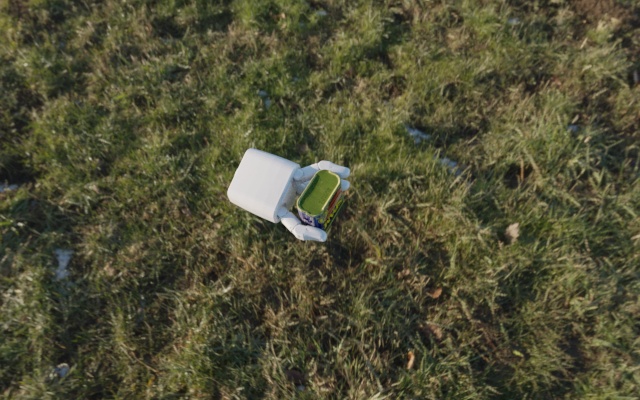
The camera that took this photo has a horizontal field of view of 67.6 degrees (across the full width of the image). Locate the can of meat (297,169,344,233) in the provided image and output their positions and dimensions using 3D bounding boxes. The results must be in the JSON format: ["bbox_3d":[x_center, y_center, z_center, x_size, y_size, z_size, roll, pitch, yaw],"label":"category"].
[{"bbox_3d":[0.000,0.003,0.885,0.057,0.102,0.084,26,-23,16],"label":"can of meat"}]
